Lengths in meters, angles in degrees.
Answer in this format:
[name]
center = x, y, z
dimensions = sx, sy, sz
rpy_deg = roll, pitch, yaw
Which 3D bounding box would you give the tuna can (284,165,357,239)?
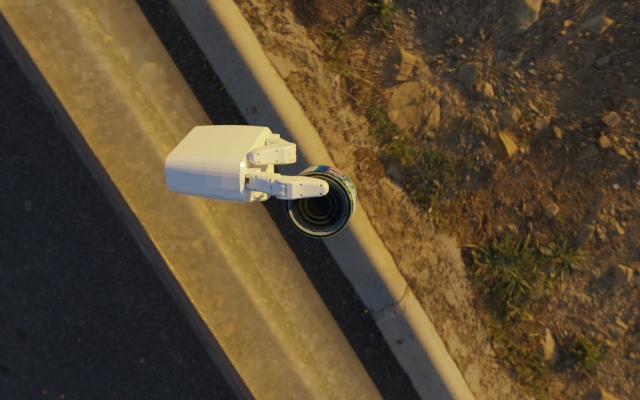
[tuna can]
center = 0.000, 0.002, 0.578
dimensions = 0.086, 0.086, 0.033
rpy_deg = 0, 17, 12
